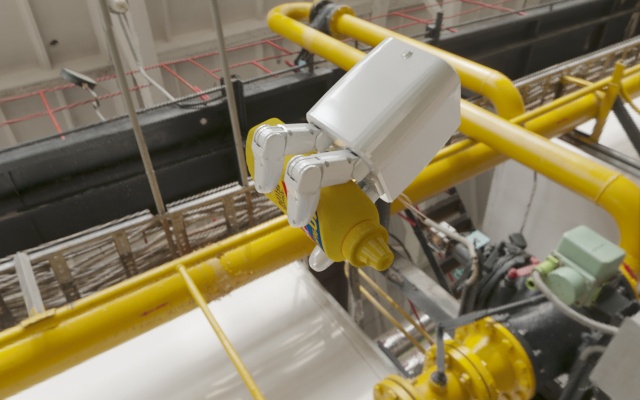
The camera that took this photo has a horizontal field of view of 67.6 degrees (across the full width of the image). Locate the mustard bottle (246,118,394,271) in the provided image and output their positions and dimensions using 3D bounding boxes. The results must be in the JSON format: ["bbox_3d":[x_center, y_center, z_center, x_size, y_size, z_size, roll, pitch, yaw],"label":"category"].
[{"bbox_3d":[0.000,0.002,0.444,0.058,0.096,0.191,-29,45,-20],"label":"mustard bottle"}]
